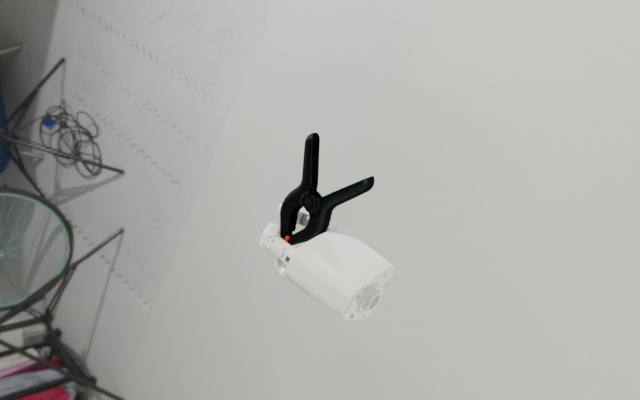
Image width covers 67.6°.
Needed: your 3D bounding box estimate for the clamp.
[{"bbox_3d":[0.000,0.002,0.686,0.120,0.171,0.039,33,20,28],"label":"clamp"}]
